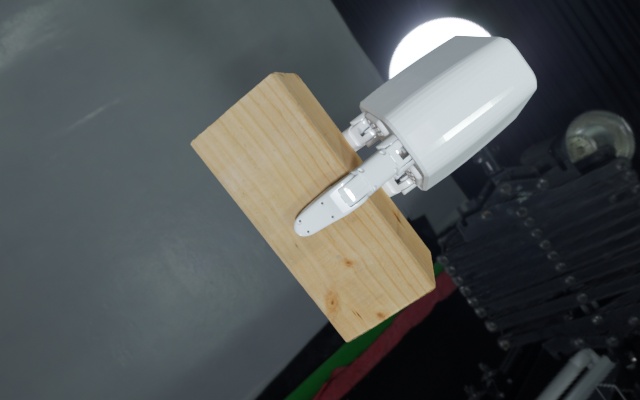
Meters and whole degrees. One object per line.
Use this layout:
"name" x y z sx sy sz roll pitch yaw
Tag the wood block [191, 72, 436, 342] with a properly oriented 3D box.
"wood block" 0.000 0.001 0.411 0.090 0.206 0.091 -36 5 16
